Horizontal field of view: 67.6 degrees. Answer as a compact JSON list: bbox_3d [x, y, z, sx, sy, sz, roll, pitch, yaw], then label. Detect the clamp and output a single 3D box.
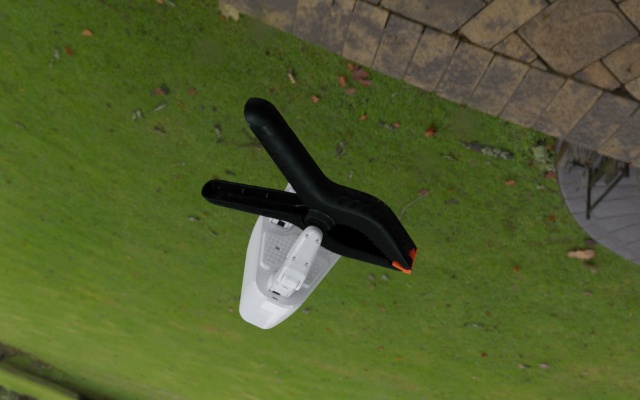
[{"bbox_3d":[0.000,0.002,0.418,0.210,0.036,0.165,27,-31,-5],"label":"clamp"}]
